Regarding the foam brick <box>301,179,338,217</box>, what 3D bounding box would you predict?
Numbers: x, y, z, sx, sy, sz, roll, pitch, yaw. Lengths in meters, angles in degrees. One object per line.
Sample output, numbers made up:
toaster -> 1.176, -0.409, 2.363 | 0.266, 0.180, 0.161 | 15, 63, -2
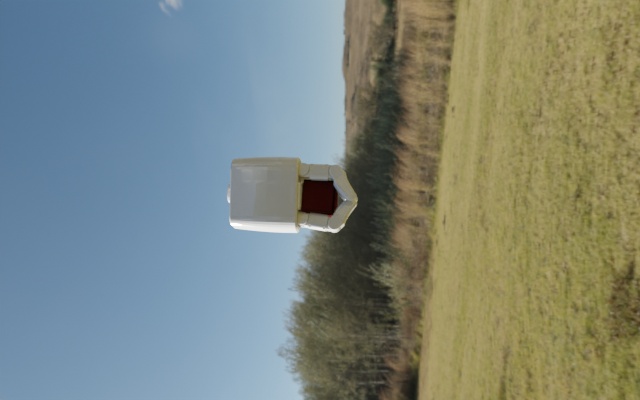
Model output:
foam brick -> 0.000, 0.003, 0.767 | 0.051, 0.053, 0.078 | 2, -17, 5
